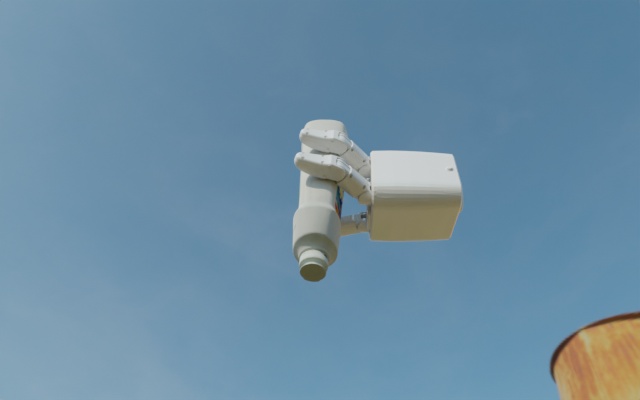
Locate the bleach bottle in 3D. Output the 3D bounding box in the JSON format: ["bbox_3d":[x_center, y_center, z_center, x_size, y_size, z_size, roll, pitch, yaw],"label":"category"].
[{"bbox_3d":[0.000,0.002,0.597,0.068,0.103,0.250,1,40,4],"label":"bleach bottle"}]
